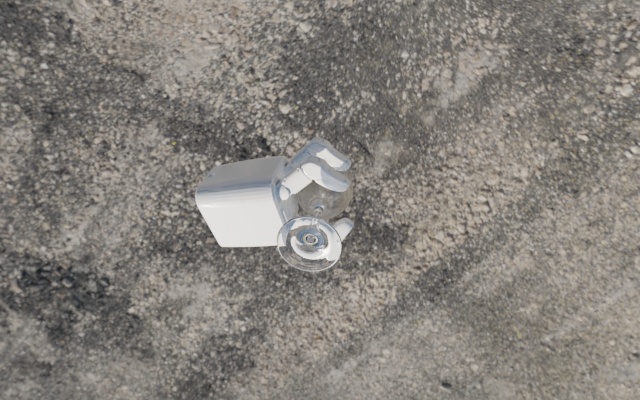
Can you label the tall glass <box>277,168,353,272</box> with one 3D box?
[{"bbox_3d":[0.000,0.002,0.618,0.079,0.079,0.201,0,29,9],"label":"tall glass"}]
